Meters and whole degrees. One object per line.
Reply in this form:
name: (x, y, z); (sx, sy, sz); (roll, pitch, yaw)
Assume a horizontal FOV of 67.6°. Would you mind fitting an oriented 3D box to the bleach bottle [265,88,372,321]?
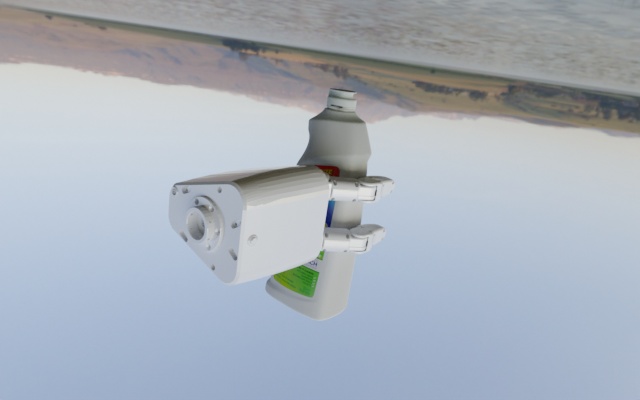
bleach bottle: (0.000, 0.002, 0.537); (0.102, 0.251, 0.068); (21, 22, 36)
